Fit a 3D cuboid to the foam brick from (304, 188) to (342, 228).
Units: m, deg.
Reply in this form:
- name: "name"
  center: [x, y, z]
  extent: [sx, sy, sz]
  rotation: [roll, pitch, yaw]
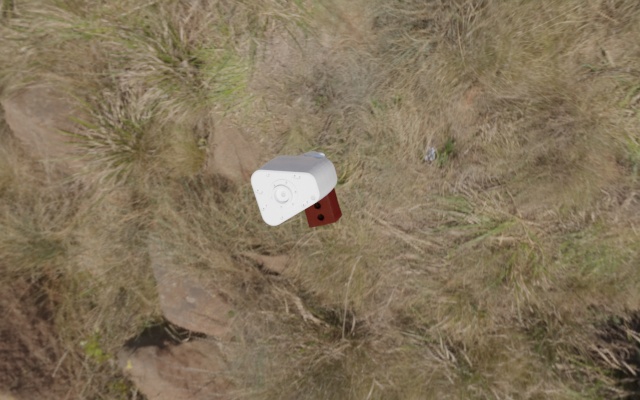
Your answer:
- name: "foam brick"
  center: [0.000, 0.003, 0.860]
  extent: [0.053, 0.078, 0.051]
  rotation: [-13, 12, 18]
